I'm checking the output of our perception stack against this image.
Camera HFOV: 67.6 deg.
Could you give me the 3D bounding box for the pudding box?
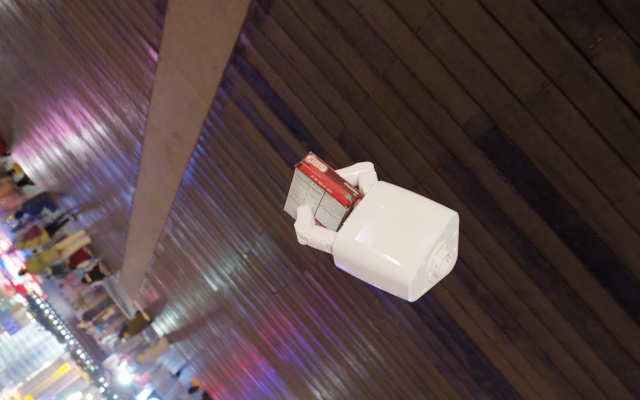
[{"bbox_3d":[0.000,0.002,0.637,0.039,0.090,0.114,-41,-15,-33],"label":"pudding box"}]
